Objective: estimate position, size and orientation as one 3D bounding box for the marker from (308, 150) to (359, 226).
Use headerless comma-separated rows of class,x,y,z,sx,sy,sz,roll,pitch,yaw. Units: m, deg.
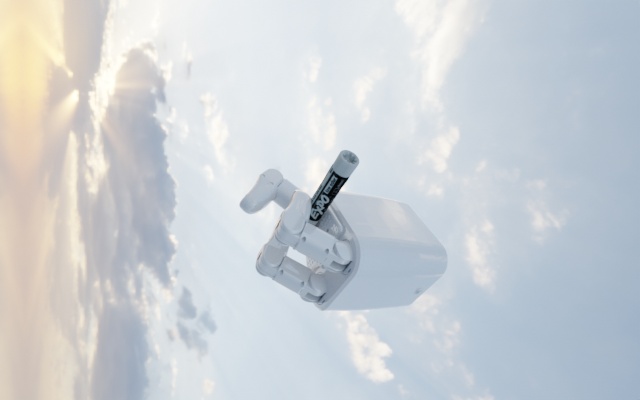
marker,0.000,0.001,0.440,0.020,0.020,0.121,0,-39,-32
